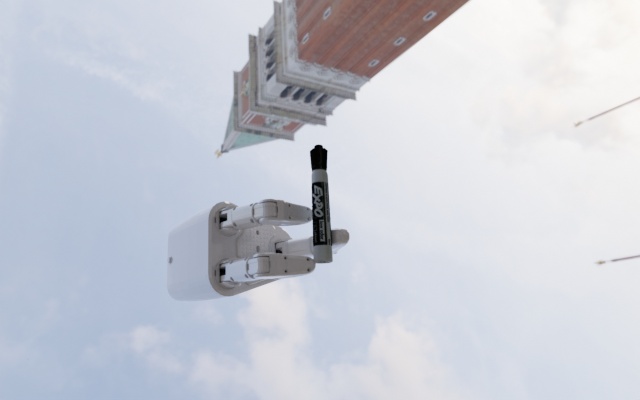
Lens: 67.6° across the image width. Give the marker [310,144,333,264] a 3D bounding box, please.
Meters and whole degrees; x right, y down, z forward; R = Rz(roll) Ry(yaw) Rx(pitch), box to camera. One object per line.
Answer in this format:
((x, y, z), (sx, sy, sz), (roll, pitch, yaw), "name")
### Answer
((0.000, 0.002, 0.475), (0.020, 0.121, 0.020), (-2, -16, -1), "marker")
